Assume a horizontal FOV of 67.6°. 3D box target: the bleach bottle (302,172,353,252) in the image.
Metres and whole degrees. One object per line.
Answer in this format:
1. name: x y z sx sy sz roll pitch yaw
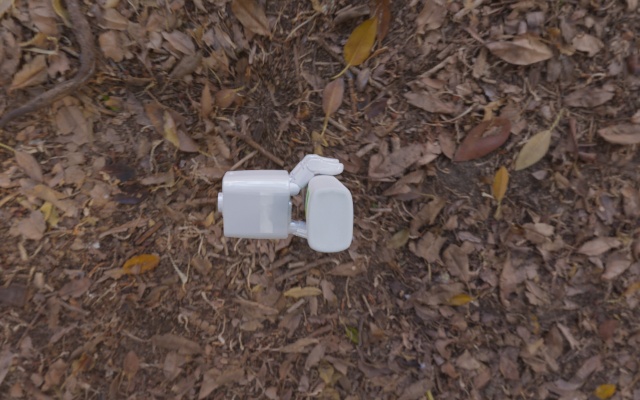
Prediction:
1. bleach bottle: 0.000 0.003 0.808 0.068 0.102 0.250 0 11 -7
